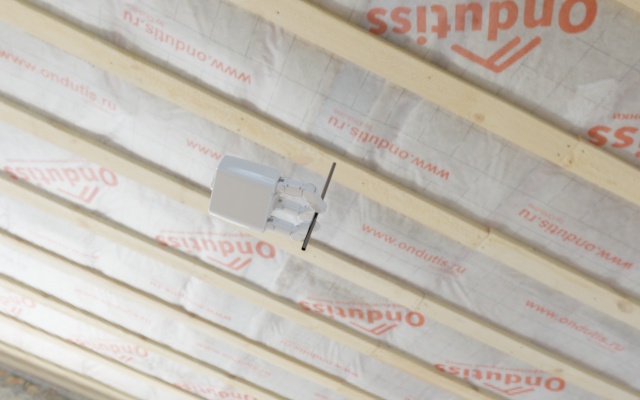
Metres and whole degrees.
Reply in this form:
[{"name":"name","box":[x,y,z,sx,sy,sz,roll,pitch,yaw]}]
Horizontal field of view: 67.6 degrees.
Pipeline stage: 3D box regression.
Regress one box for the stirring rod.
[{"name":"stirring rod","box":[0.000,0.003,0.857,0.011,0.011,0.239,0,39,17]}]
